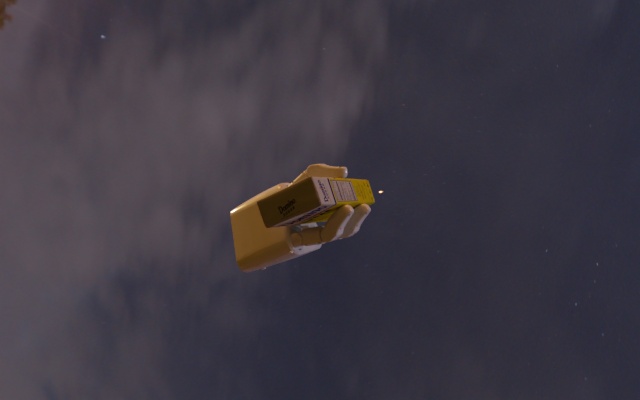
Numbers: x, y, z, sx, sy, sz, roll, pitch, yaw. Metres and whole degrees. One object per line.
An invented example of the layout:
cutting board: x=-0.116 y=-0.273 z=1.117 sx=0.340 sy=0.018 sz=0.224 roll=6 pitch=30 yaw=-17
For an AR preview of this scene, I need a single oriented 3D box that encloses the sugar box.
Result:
sugar box: x=0.000 y=0.003 z=0.679 sx=0.093 sy=0.048 sz=0.176 roll=-24 pitch=-8 yaw=28
